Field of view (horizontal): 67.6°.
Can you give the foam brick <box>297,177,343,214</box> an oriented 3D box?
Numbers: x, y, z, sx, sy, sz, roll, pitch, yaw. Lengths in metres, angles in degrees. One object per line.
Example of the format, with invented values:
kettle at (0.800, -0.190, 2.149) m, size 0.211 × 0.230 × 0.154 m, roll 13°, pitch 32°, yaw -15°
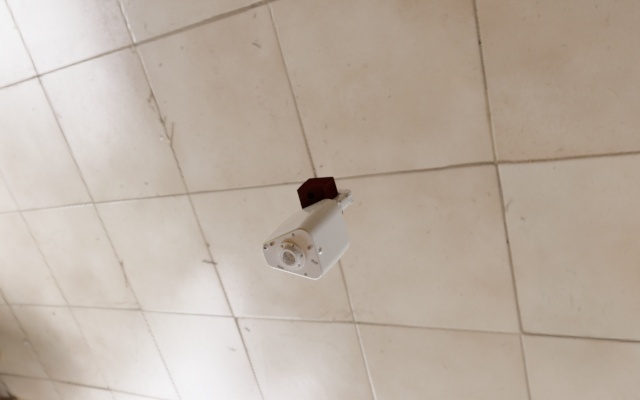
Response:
foam brick at (0.000, 0.002, 0.849) m, size 0.053 × 0.078 × 0.051 m, roll -5°, pitch 21°, yaw 30°
